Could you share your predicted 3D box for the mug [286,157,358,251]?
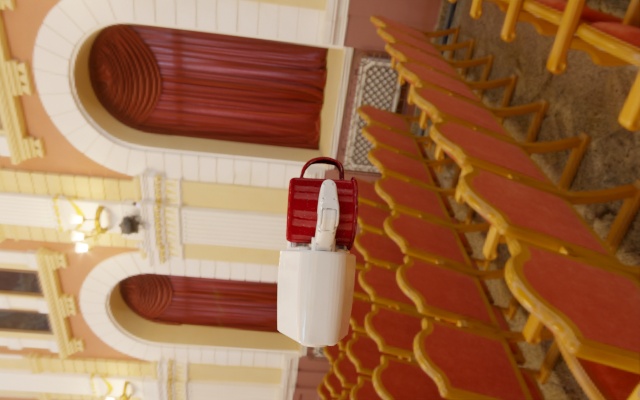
[{"bbox_3d":[0.000,0.000,0.597,0.081,0.117,0.093,4,-8,-5],"label":"mug"}]
